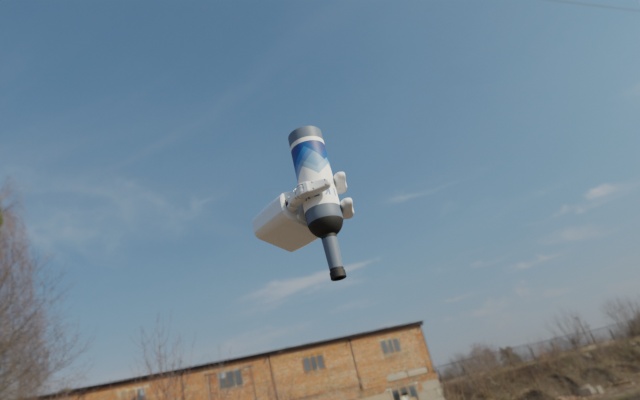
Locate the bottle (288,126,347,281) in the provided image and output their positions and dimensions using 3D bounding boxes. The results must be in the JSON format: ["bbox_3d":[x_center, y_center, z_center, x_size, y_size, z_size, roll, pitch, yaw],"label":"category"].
[{"bbox_3d":[0.000,0.003,0.871,0.069,0.295,0.069,-11,-25,-5],"label":"bottle"}]
